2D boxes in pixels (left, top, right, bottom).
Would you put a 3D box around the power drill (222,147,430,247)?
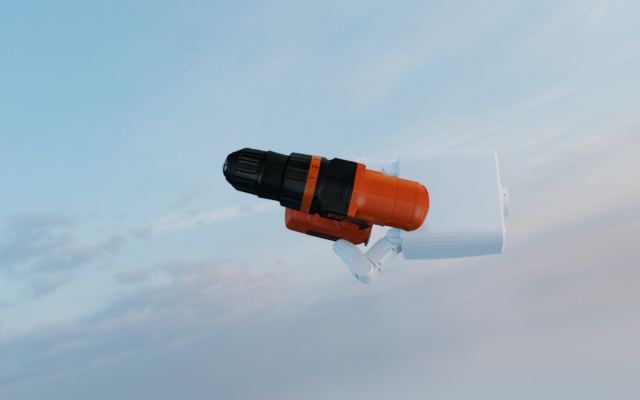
[{"bbox_3d":[0.000,0.002,0.490,0.184,0.057,0.188,14,-9,-1],"label":"power drill"}]
